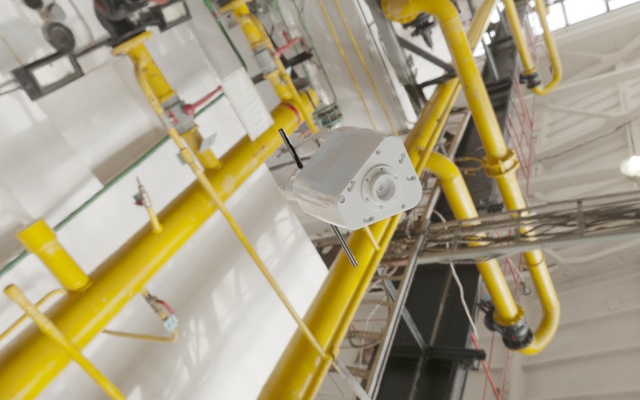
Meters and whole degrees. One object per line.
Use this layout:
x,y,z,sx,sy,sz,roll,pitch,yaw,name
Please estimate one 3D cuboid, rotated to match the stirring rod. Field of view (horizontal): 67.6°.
0.000,0.002,0.683,0.011,0.240,0.011,-24,24,11,stirring rod
